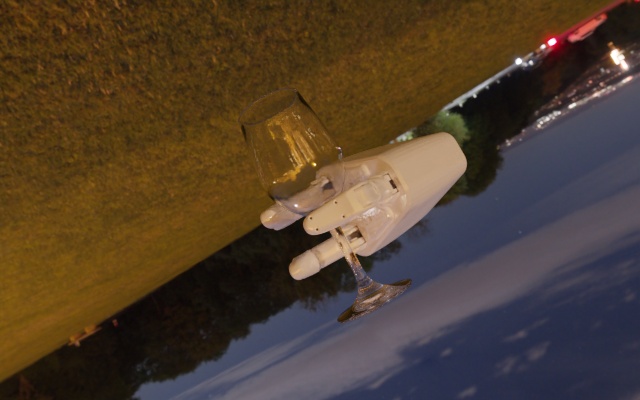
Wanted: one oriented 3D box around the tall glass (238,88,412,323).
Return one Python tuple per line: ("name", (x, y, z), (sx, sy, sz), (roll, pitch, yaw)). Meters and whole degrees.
("tall glass", (0.000, 0.002, 0.426), (0.079, 0.201, 0.079), (-29, -4, -2))
